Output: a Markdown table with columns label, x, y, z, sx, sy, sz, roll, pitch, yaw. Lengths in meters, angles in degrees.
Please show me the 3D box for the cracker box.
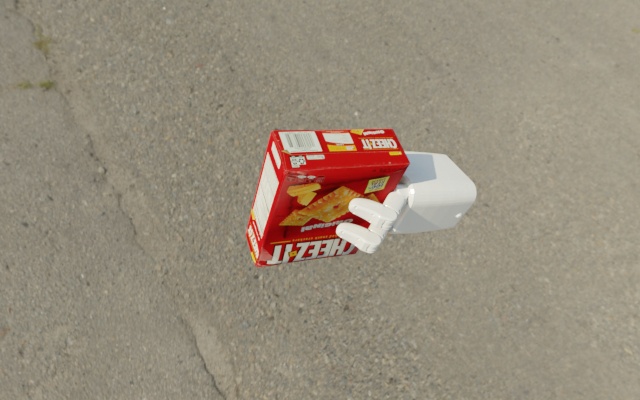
| label | x | y | z | sx | sy | sz | roll | pitch | yaw |
| --- | --- | --- | --- | --- | --- | --- | --- | --- | --- |
| cracker box | 0.000 | 0.002 | 0.641 | 0.164 | 0.072 | 0.214 | -4 | -36 | -22 |
